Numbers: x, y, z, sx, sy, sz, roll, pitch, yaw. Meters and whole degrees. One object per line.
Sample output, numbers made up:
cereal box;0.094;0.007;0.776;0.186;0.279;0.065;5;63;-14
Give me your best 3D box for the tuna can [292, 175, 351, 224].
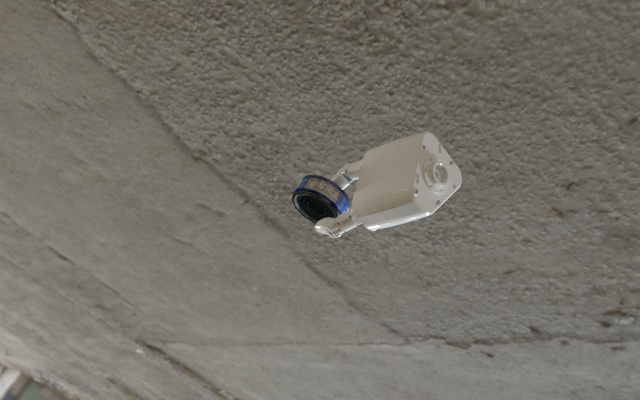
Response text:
tuna can;0.000;0.003;0.722;0.086;0.033;0.086;24;-30;15
